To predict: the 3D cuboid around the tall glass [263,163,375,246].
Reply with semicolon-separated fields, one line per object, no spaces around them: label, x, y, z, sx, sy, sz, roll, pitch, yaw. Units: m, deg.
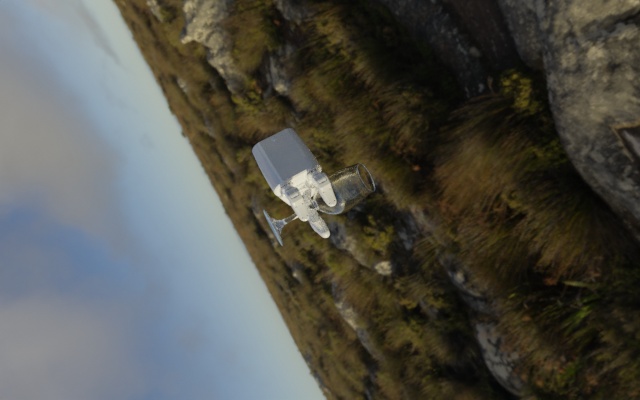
tall glass;0.000;0.003;0.880;0.201;0.079;0.079;-28;5;-10
